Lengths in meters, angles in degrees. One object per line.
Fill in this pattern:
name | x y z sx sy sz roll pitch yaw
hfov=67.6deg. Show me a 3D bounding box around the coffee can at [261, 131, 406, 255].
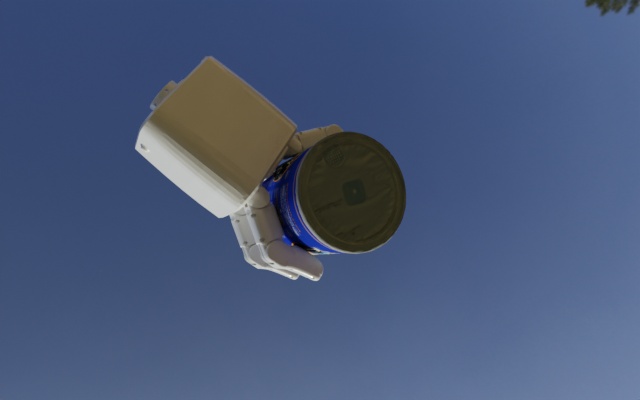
coffee can | 0.000 0.002 0.458 0.103 0.103 0.140 0 -8 -25
